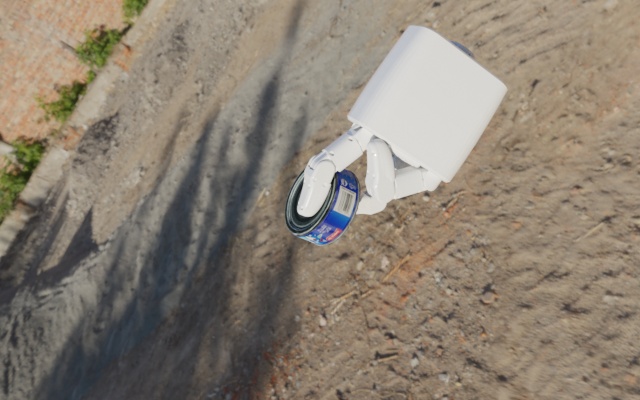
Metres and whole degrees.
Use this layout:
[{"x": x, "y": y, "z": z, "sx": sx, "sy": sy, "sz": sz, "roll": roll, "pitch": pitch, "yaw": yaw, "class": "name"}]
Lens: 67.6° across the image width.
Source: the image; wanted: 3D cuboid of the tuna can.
[{"x": 0.000, "y": 0.001, "z": 0.495, "sx": 0.034, "sy": 0.086, "sz": 0.086, "roll": 25, "pitch": -14, "yaw": -33, "class": "tuna can"}]
